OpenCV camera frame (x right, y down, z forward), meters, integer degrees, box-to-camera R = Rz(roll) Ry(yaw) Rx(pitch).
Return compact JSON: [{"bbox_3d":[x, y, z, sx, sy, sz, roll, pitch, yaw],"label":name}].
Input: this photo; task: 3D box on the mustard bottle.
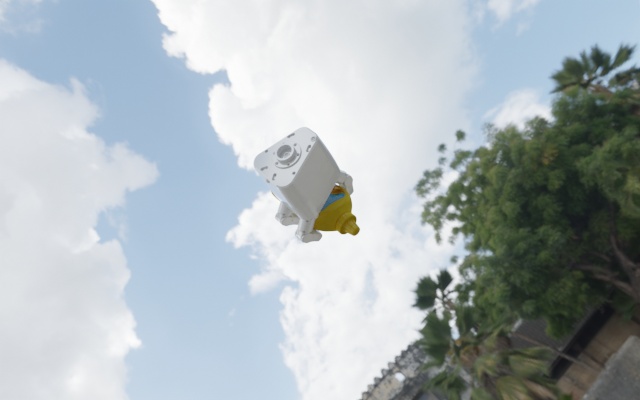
[{"bbox_3d":[0.000,0.003,0.862,0.096,0.058,0.191,-31,51,-27],"label":"mustard bottle"}]
